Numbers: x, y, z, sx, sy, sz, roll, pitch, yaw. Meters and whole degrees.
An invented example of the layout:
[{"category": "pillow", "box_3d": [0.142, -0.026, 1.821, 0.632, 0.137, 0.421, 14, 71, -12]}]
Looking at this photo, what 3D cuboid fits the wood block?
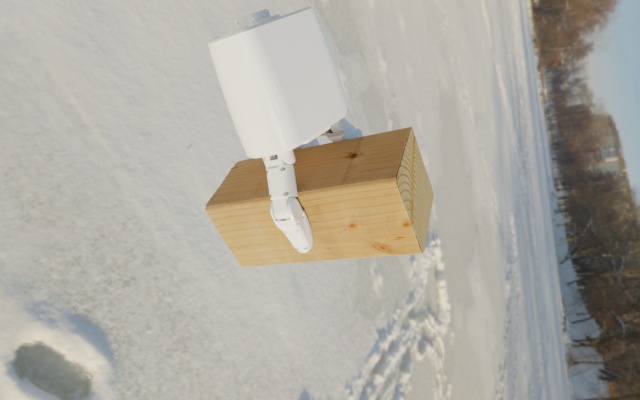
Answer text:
[{"category": "wood block", "box_3d": [0.000, 0.001, 0.494, 0.206, 0.090, 0.090, -8, 36, 27]}]
